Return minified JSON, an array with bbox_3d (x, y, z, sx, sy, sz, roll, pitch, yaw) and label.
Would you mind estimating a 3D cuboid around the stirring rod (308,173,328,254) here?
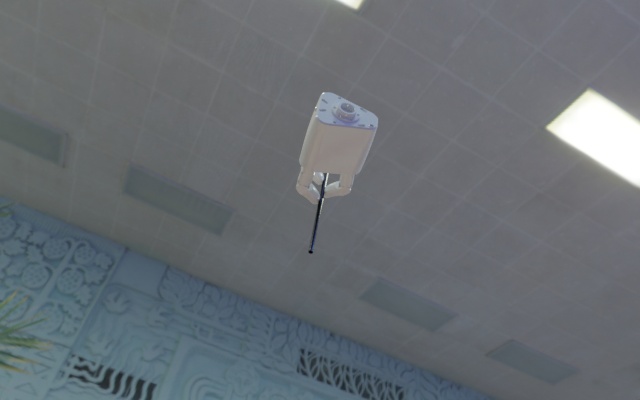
[{"bbox_3d":[0.000,0.003,0.886,0.011,0.011,0.239,6,45,6],"label":"stirring rod"}]
